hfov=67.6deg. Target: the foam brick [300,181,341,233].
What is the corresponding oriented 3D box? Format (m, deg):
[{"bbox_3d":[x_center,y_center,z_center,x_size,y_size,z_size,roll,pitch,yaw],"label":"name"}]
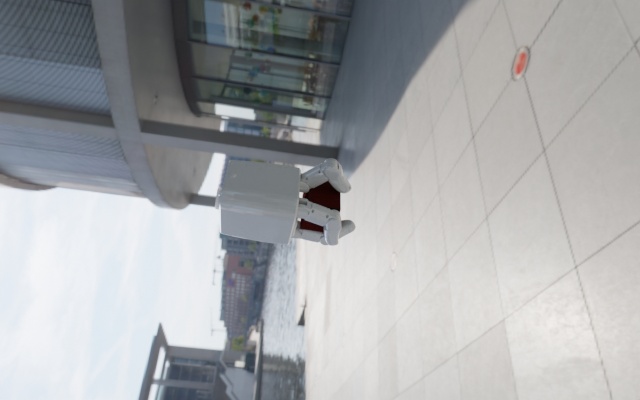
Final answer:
[{"bbox_3d":[0.000,0.002,0.722,0.051,0.053,0.078,9,41,-7],"label":"foam brick"}]
